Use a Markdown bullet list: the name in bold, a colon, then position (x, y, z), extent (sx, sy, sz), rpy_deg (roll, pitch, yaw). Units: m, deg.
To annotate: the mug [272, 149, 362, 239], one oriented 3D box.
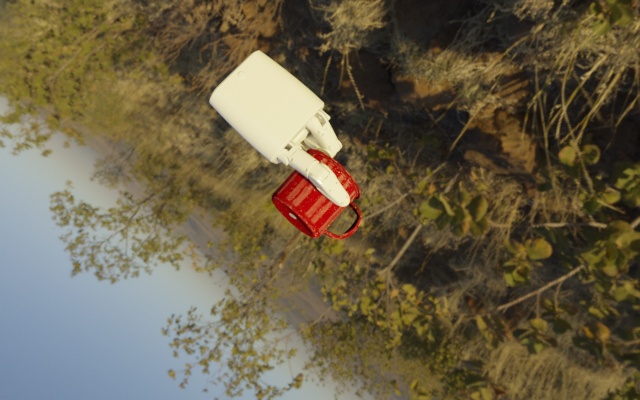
- **mug**: position (0.001, 0.003, 0.618), extent (0.117, 0.081, 0.093), rpy_deg (42, -14, -1)
